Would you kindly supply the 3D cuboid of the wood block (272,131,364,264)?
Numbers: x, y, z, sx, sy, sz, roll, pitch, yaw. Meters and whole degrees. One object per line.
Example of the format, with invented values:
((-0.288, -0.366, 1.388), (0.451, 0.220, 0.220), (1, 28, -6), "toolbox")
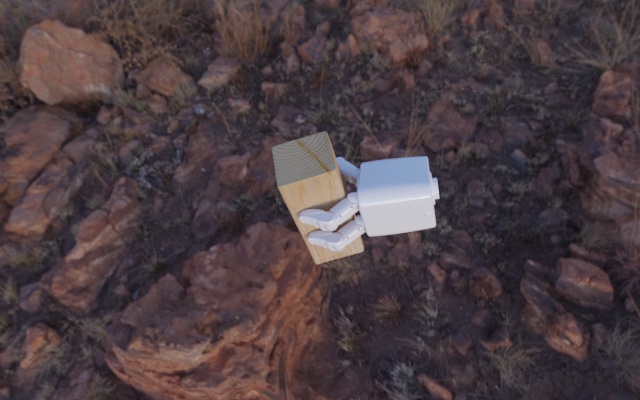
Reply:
((0.000, 0.002, 0.771), (0.090, 0.090, 0.206), (-16, -43, 5), "wood block")
